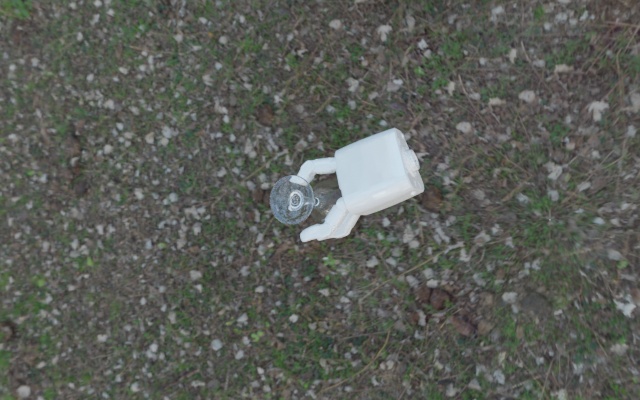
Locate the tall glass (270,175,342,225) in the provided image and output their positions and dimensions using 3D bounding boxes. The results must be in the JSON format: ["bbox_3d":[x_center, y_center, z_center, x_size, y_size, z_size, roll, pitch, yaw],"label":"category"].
[{"bbox_3d":[0.000,0.003,0.795,0.079,0.079,0.201,0,-2,26],"label":"tall glass"}]
